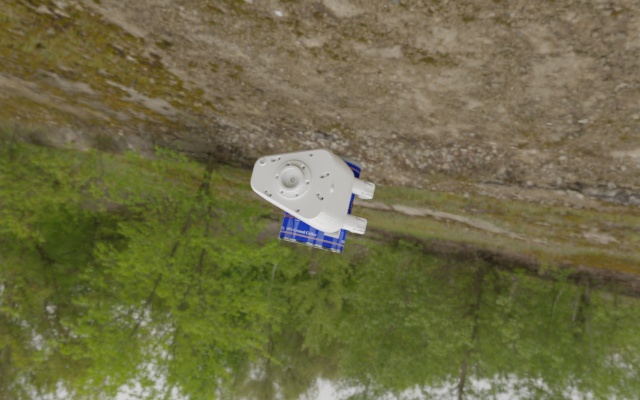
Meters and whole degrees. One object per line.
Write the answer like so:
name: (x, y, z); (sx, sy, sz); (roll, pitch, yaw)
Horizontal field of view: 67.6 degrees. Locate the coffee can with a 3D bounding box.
coffee can: (0.000, 0.002, 0.741); (0.103, 0.140, 0.103); (13, -6, 1)
